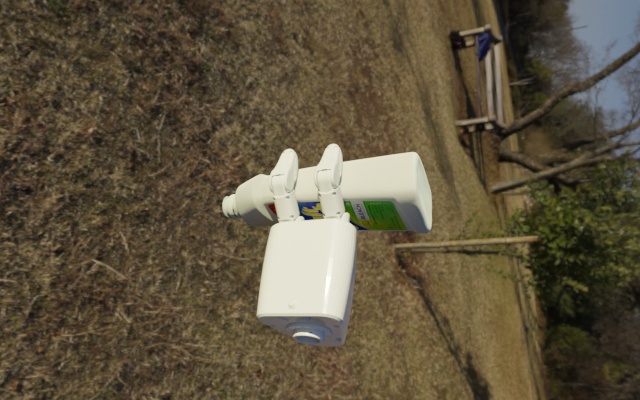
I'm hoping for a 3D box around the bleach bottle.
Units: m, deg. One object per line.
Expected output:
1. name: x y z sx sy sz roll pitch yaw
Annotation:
1. bleach bottle: 0.000 0.002 0.578 0.251 0.068 0.103 -6 -35 22
